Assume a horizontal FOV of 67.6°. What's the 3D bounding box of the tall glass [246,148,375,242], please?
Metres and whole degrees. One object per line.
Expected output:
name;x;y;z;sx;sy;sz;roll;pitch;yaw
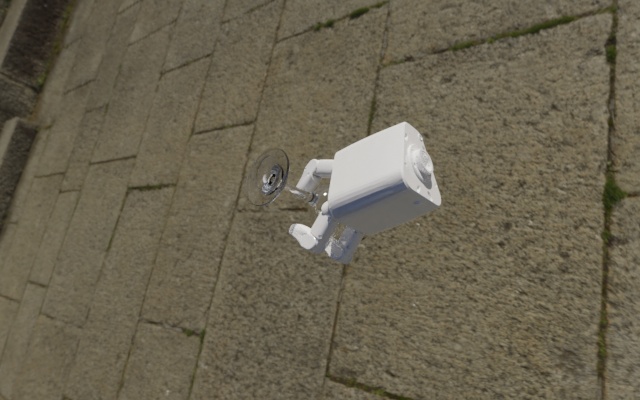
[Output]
tall glass;0.000;0.002;0.641;0.079;0.079;0.201;0;-18;43
